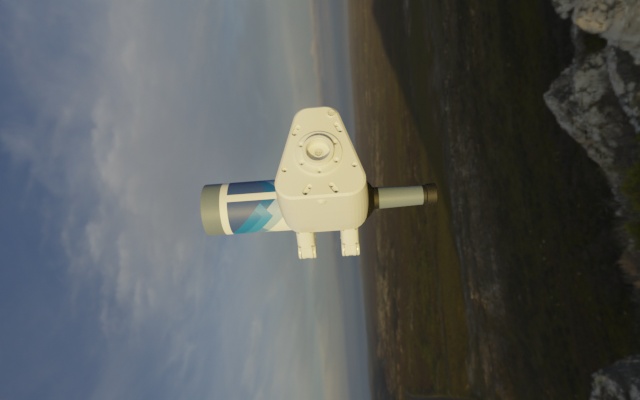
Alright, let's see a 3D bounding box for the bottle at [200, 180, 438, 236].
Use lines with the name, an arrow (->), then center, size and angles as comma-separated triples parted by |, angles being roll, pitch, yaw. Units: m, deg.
bottle -> 0.000, 0.002, 0.614 | 0.296, 0.069, 0.069 | -4, 0, 2
